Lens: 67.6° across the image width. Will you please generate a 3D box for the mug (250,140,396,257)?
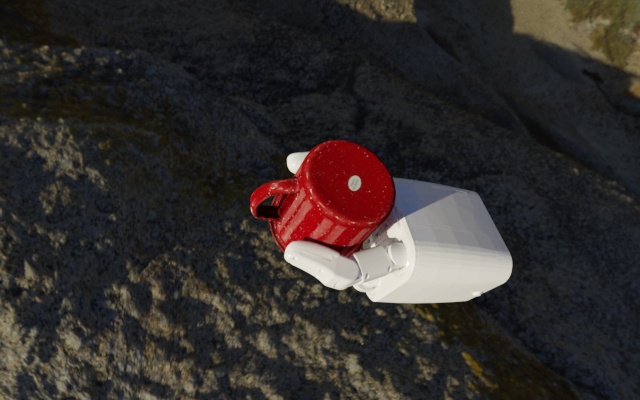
[{"bbox_3d":[-0.001,0.001,0.401,0.117,0.093,0.081,6,-30,-20],"label":"mug"}]
